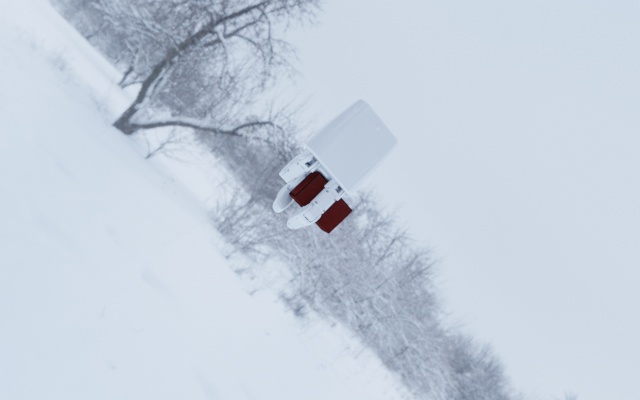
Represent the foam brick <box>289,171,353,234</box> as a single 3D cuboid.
[{"bbox_3d":[0.000,0.003,0.707,0.051,0.078,0.053,-43,14,-6],"label":"foam brick"}]
